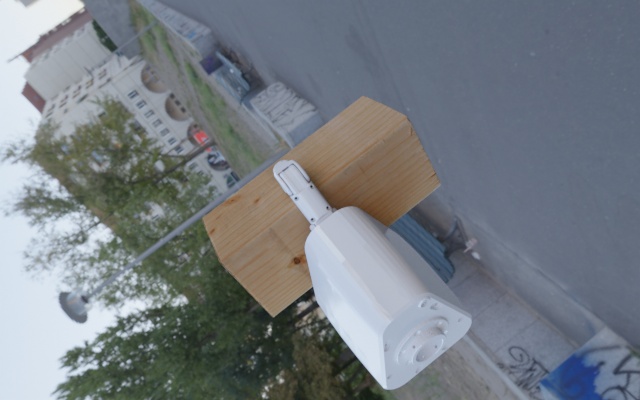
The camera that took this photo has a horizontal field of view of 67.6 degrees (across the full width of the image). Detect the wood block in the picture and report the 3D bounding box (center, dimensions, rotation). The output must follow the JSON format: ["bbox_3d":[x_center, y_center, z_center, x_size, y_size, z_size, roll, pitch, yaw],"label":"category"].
[{"bbox_3d":[0.000,0.002,0.469,0.206,0.091,0.090,-38,34,-4],"label":"wood block"}]
